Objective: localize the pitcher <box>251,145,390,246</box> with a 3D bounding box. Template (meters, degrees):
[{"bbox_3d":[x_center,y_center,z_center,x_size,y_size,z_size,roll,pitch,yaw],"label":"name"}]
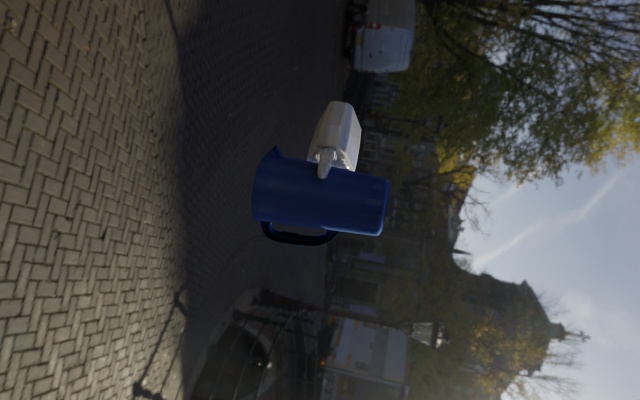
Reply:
[{"bbox_3d":[0.000,0.003,0.892,0.243,0.145,0.149,10,-25,6],"label":"pitcher"}]
